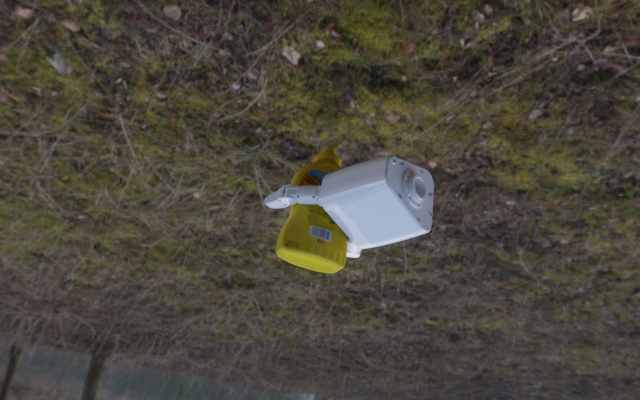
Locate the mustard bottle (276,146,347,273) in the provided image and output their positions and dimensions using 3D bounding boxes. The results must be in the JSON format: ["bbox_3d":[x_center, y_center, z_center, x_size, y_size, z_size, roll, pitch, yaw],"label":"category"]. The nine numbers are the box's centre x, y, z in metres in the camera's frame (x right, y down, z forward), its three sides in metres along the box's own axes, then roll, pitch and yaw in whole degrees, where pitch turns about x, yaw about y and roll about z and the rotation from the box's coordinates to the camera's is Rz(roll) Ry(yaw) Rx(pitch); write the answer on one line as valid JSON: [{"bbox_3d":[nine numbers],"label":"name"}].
[{"bbox_3d":[0.000,0.003,0.693,0.096,0.191,0.058,19,-29,-15],"label":"mustard bottle"}]
